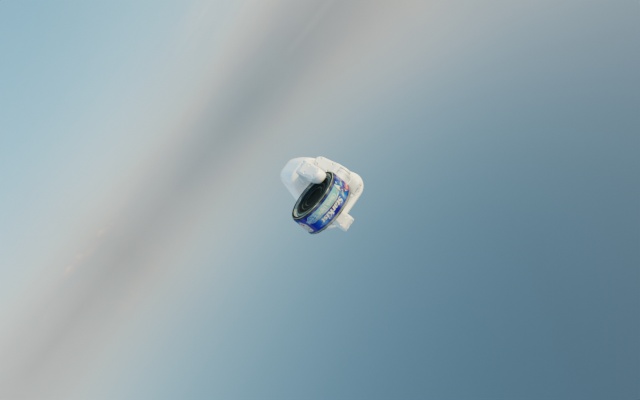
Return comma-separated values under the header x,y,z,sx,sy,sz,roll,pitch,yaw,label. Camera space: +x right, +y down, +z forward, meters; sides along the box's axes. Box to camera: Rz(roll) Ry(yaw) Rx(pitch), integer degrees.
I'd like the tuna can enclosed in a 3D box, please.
x,y,z,sx,sy,sz,roll,pitch,yaw,label
0.000,0.002,0.651,0.034,0.086,0.086,40,-16,-19,tuna can
